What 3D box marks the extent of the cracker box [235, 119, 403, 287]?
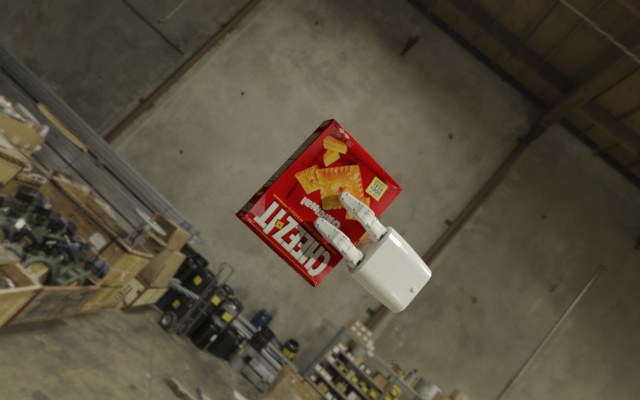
[{"bbox_3d":[0.000,0.002,0.758,0.164,0.213,0.072,45,-10,-14],"label":"cracker box"}]
